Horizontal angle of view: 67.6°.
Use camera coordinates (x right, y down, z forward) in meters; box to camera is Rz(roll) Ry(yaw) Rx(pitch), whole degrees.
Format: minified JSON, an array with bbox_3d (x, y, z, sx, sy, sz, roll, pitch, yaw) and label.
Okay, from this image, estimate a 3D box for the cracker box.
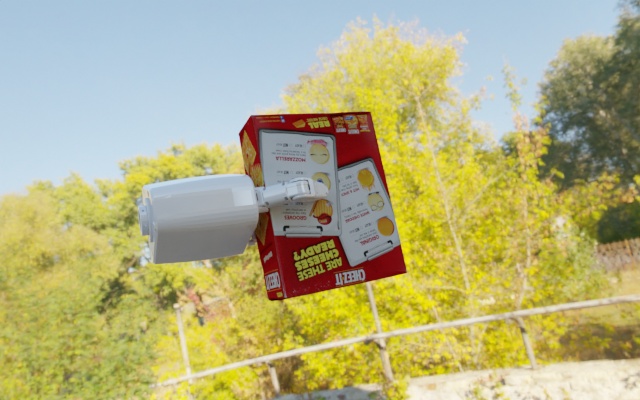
[{"bbox_3d":[0.000,0.002,0.590,0.164,0.213,0.072,-7,-10,-25],"label":"cracker box"}]
